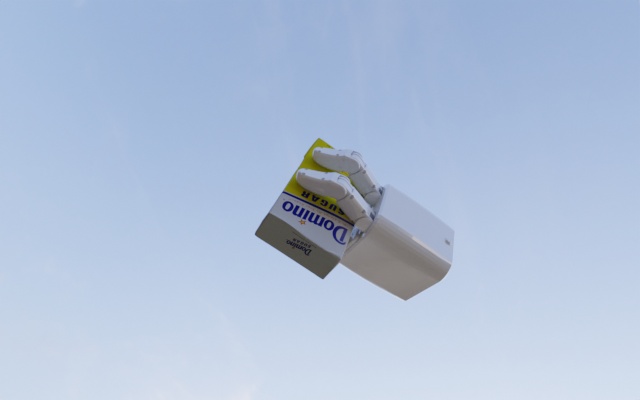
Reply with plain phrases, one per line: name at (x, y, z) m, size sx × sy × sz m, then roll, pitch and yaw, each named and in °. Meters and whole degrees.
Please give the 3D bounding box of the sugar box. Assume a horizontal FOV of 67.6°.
sugar box at (0.001, 0.002, 0.568) m, size 0.093 × 0.048 × 0.176 m, roll 34°, pitch 36°, yaw -6°
